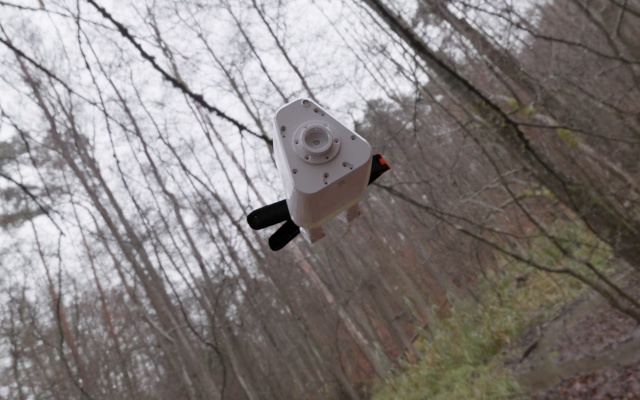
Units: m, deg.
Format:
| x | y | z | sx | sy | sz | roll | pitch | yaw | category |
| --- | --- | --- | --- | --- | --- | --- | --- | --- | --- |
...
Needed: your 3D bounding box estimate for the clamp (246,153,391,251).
| x | y | z | sx | sy | sz | roll | pitch | yaw | category |
| --- | --- | --- | --- | --- | --- | --- | --- | --- | --- |
| 0.000 | 0.001 | 0.662 | 0.210 | 0.036 | 0.165 | -30 | -15 | -12 | clamp |
